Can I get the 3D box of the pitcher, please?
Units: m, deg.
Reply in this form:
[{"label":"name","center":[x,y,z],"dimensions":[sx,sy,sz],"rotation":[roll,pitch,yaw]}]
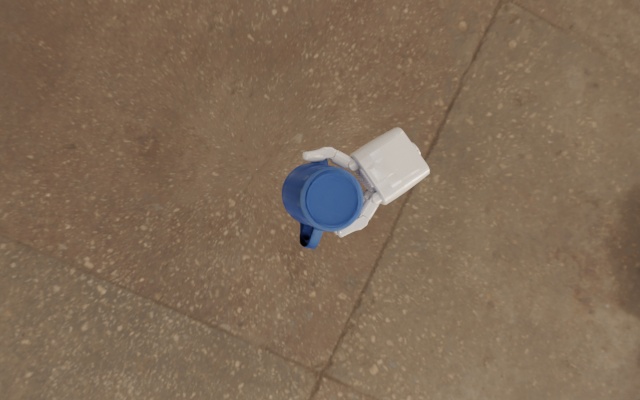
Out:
[{"label":"pitcher","center":[0.000,0.003,0.896],"dimensions":[0.145,0.149,0.243],"rotation":[-32,7,-5]}]
